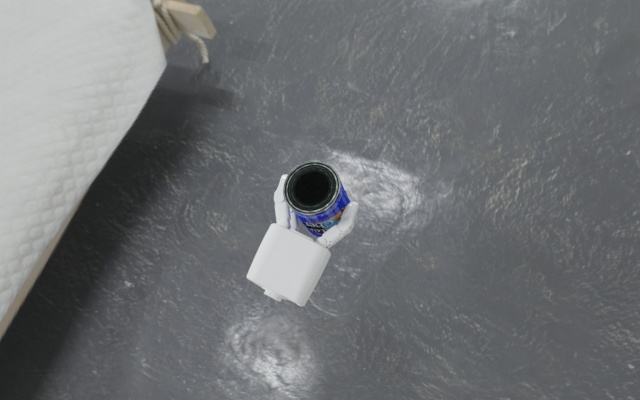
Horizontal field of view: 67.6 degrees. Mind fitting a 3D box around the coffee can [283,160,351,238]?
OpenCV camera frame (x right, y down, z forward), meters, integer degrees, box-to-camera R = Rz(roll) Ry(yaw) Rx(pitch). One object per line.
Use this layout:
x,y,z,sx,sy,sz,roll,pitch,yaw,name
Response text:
0.000,0.003,0.878,0.103,0.102,0.140,0,-22,14,coffee can
